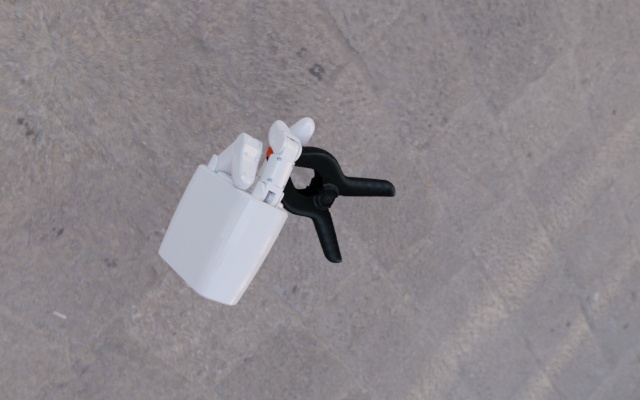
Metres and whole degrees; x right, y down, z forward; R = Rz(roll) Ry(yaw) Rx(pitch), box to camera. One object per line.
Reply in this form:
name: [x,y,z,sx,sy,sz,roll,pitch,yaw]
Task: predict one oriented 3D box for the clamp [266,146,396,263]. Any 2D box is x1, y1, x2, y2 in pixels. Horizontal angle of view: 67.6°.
clamp: [0.000,0.002,0.544,0.171,0.120,0.039,27,2,-32]
